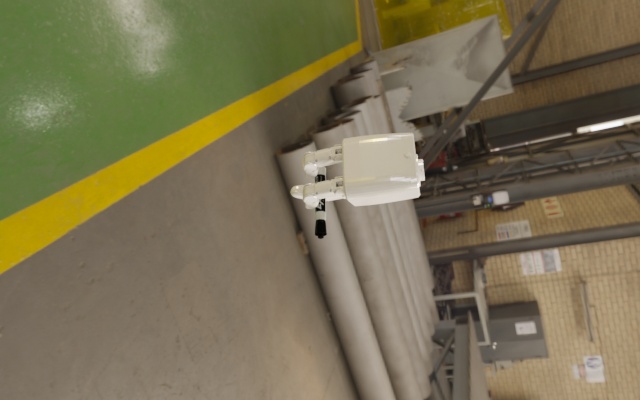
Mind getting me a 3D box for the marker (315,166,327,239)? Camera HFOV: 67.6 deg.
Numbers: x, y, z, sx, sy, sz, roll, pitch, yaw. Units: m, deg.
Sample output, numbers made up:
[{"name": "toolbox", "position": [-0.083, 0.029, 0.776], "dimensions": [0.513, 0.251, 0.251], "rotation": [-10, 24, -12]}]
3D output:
[{"name": "marker", "position": [0.000, 0.002, 0.759], "dimensions": [0.020, 0.121, 0.020], "rotation": [0, -24, 0]}]
